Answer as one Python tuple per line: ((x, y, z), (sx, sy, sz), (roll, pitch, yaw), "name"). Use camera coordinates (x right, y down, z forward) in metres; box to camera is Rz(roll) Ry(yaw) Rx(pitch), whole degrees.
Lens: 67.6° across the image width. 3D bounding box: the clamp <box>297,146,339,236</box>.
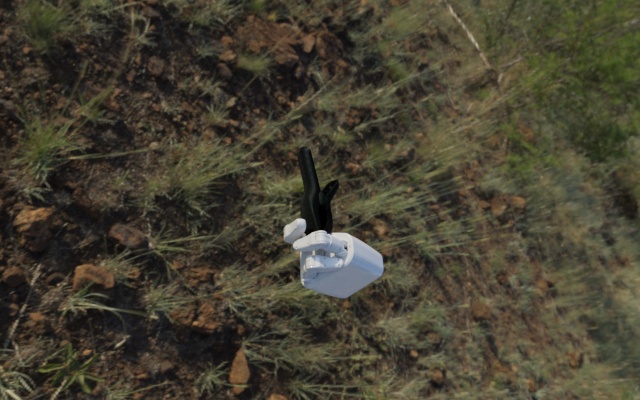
((0.001, 0.003, 0.820), (0.039, 0.171, 0.120), (-19, -32, 32), "clamp")
